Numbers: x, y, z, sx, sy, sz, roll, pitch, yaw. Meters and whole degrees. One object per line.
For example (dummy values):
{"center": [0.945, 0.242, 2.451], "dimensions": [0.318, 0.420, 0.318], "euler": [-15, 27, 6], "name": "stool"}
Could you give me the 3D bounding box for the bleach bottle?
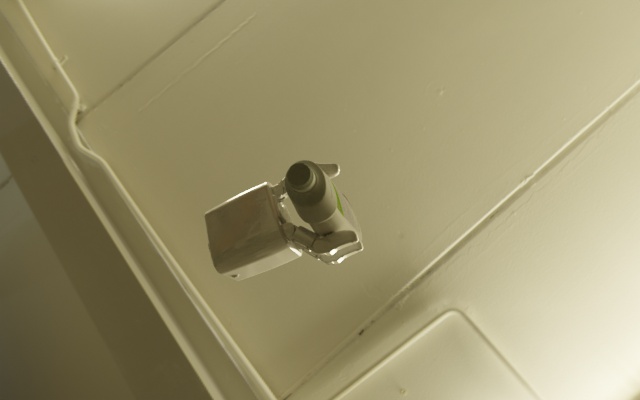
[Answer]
{"center": [0.000, 0.002, 0.654], "dimensions": [0.068, 0.102, 0.251], "euler": [-25, -22, 4], "name": "bleach bottle"}
